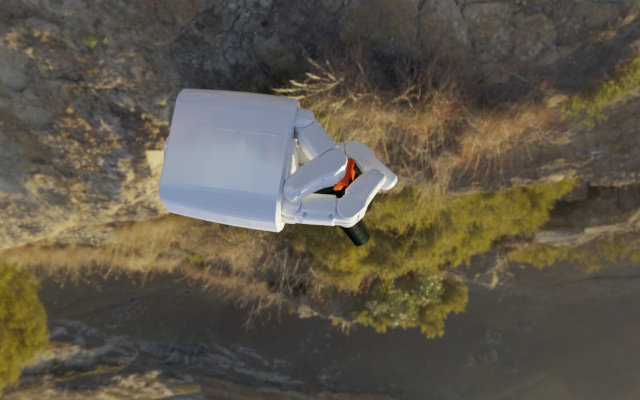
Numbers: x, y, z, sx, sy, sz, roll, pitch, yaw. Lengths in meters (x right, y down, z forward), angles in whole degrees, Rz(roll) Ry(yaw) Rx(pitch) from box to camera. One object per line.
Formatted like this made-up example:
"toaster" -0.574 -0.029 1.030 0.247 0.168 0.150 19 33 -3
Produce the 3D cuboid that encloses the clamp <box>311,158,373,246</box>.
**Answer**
"clamp" 0.000 0.002 0.507 0.120 0.039 0.171 8 -26 3
